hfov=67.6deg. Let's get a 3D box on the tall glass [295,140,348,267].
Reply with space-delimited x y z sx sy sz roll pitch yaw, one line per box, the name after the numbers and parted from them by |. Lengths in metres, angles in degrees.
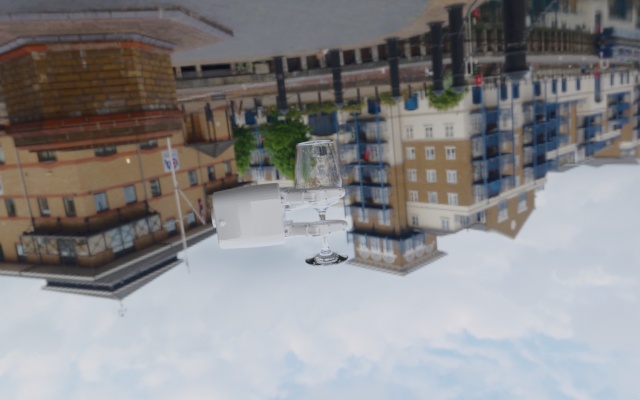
0.000 0.003 0.792 0.079 0.201 0.079 -6 11 1 | tall glass
